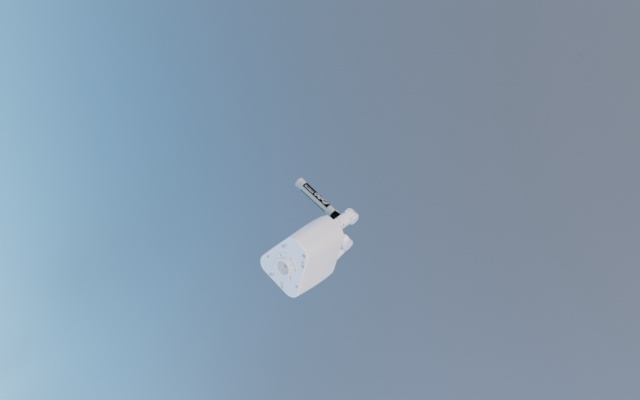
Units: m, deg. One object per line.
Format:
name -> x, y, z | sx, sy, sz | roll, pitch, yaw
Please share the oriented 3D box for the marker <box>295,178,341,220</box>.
marker -> 0.000, 0.003, 0.897 | 0.121, 0.020, 0.020 | 43, 14, 15
